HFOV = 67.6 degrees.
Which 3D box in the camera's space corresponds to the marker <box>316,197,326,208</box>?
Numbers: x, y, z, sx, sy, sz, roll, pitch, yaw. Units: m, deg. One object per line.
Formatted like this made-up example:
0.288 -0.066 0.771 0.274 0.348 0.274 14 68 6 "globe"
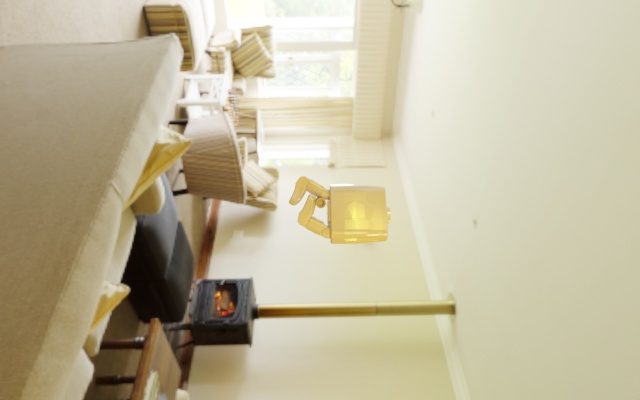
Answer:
0.000 0.003 0.899 0.020 0.020 0.121 0 2 -1 "marker"
